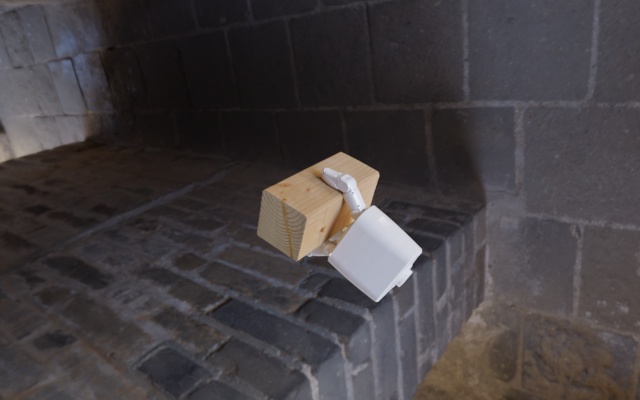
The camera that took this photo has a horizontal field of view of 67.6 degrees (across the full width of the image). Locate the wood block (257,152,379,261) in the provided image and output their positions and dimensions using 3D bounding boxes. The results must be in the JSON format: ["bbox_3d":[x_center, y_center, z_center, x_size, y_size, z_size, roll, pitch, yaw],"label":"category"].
[{"bbox_3d":[0.000,0.003,0.802,0.090,0.091,0.206,31,38,25],"label":"wood block"}]
